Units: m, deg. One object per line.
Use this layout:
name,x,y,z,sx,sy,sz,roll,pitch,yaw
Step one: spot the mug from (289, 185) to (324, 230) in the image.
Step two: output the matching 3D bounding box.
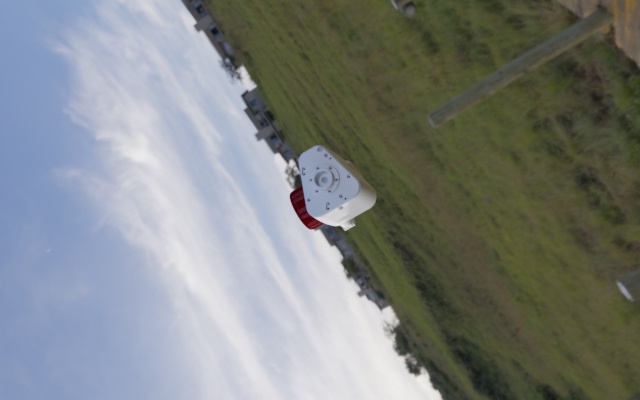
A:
mug,0.000,0.003,0.891,0.081,0.093,0.117,-30,-16,11
